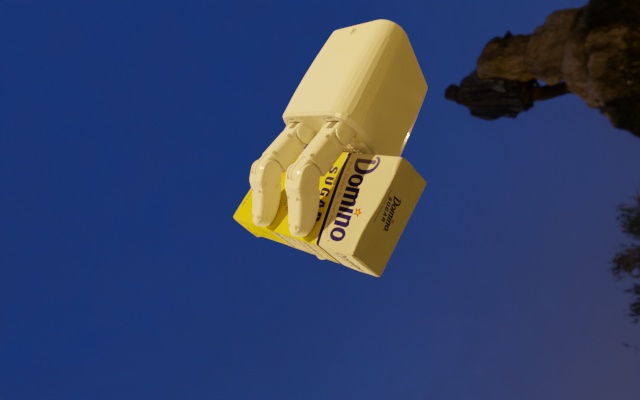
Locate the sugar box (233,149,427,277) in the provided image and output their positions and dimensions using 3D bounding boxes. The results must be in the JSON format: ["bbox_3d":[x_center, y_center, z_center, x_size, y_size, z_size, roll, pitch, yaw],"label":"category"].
[{"bbox_3d":[0.000,0.001,0.438,0.048,0.093,0.176,40,-19,-35],"label":"sugar box"}]
